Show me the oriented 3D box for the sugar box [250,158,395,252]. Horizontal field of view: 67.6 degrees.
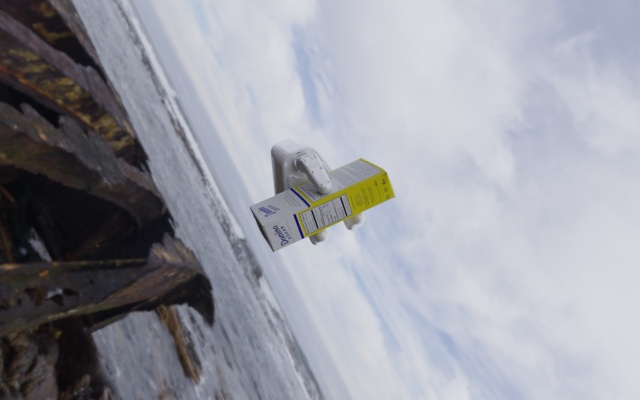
[{"bbox_3d":[0.000,0.002,0.638,0.176,0.048,0.093,-26,22,-9],"label":"sugar box"}]
